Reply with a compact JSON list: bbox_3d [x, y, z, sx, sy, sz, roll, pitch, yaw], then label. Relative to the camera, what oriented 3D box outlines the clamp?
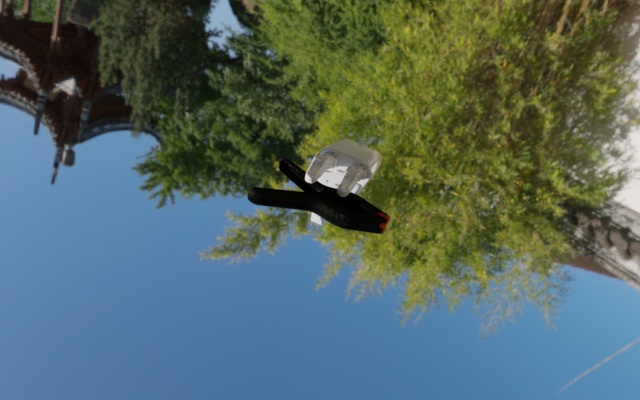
[{"bbox_3d":[0.000,0.003,0.726,0.210,0.036,0.164,25,26,10],"label":"clamp"}]
